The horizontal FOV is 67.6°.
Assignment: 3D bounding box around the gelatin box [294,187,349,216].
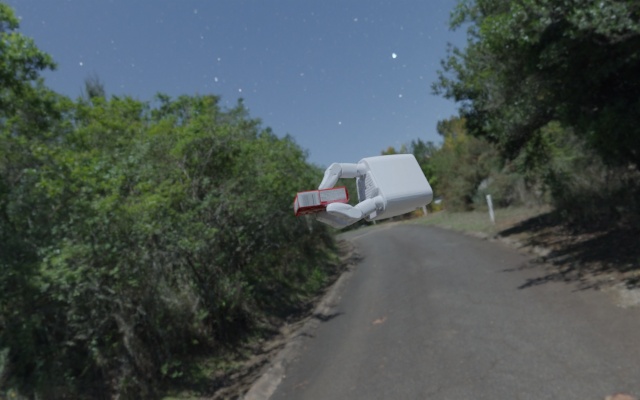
[{"bbox_3d":[0.000,0.002,0.842,0.089,0.030,0.073,-7,-11,-10],"label":"gelatin box"}]
